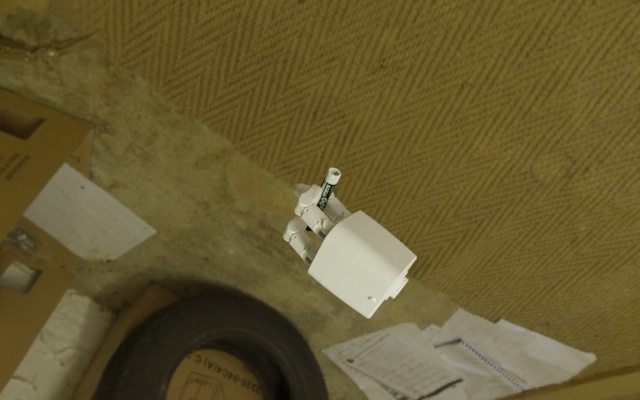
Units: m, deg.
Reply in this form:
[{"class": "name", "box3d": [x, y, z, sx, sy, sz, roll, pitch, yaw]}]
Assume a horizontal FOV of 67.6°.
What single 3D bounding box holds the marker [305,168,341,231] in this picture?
[{"class": "marker", "box3d": [0.000, 0.002, 0.696, 0.020, 0.020, 0.121, 0, -44, -27]}]
